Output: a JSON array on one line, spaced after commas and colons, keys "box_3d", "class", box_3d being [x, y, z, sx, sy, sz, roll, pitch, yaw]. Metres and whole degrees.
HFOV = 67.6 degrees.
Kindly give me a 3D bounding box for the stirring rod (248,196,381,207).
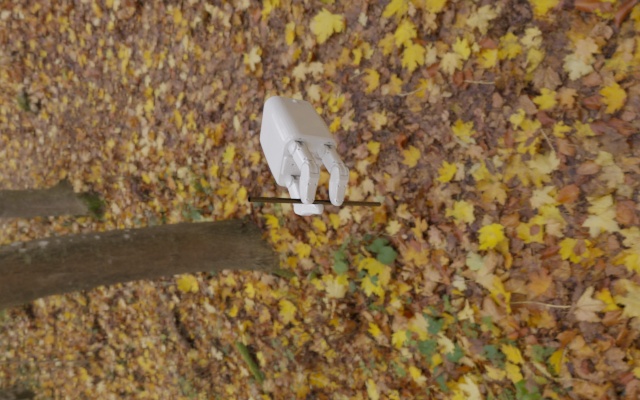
[{"box_3d": [0.000, 0.002, 0.722, 0.239, 0.011, 0.011, 2, -1, -36], "class": "stirring rod"}]
